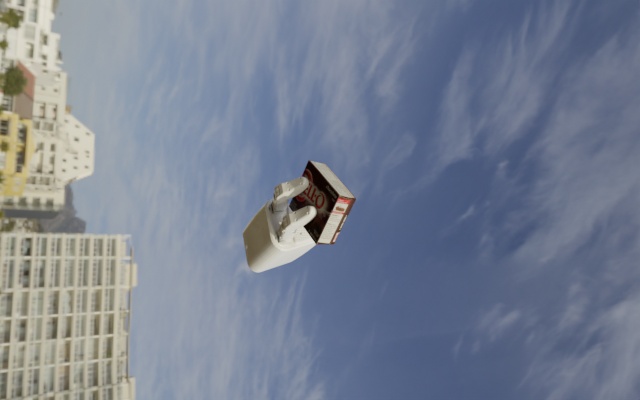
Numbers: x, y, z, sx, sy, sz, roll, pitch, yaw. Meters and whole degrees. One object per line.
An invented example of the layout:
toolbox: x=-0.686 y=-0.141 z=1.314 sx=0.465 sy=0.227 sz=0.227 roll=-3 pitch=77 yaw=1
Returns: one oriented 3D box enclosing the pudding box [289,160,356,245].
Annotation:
pudding box: x=0.000 y=0.003 z=0.752 sx=0.039 sy=0.090 sz=0.113 roll=6 pitch=29 yaw=-36
